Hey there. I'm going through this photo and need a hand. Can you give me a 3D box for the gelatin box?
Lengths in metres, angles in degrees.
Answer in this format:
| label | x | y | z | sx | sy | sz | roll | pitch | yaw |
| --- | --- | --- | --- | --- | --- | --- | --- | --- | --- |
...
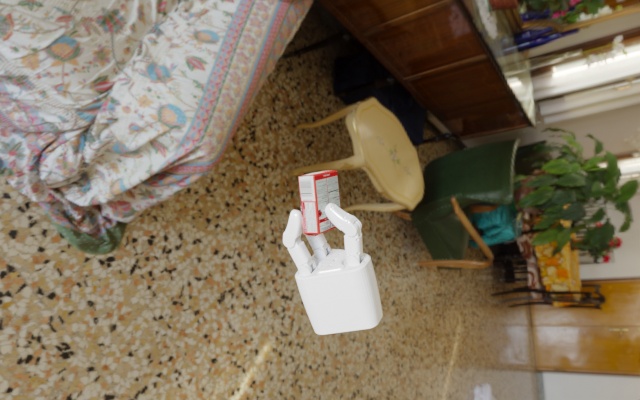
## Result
| label | x | y | z | sx | sy | sz | roll | pitch | yaw |
| --- | --- | --- | --- | --- | --- | --- | --- | --- | --- |
| gelatin box | 0.000 | 0.002 | 0.715 | 0.030 | 0.089 | 0.073 | -1 | 9 | 30 |
